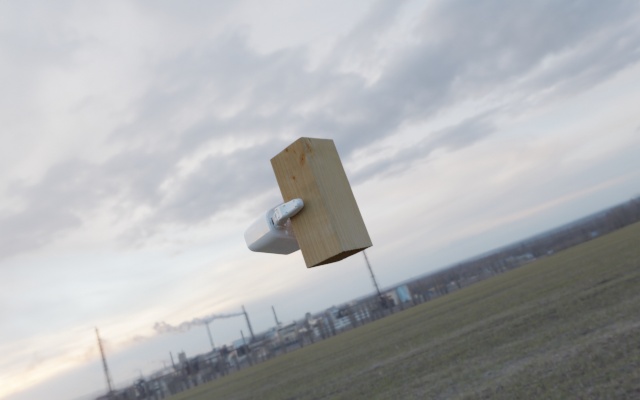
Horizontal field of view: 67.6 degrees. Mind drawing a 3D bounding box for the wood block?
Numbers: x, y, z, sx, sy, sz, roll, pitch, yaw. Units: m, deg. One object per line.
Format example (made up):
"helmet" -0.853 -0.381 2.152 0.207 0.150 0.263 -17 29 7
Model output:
"wood block" 0.000 0.003 0.834 0.090 0.206 0.091 -30 -16 37
